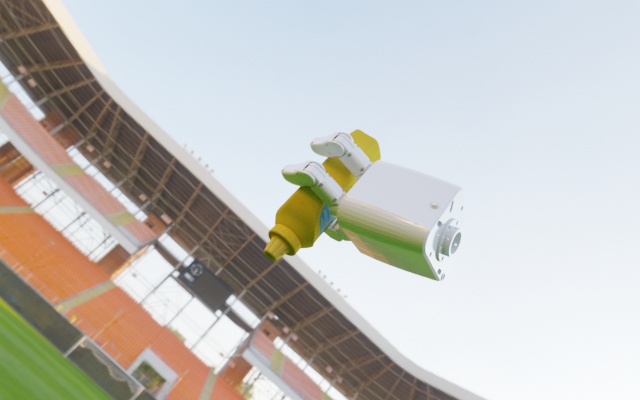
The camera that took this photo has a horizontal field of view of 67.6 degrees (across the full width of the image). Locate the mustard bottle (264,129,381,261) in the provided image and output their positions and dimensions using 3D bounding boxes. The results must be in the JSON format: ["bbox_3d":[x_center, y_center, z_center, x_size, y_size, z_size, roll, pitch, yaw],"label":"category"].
[{"bbox_3d":[0.000,0.002,0.584,0.058,0.191,0.096,34,-30,14],"label":"mustard bottle"}]
